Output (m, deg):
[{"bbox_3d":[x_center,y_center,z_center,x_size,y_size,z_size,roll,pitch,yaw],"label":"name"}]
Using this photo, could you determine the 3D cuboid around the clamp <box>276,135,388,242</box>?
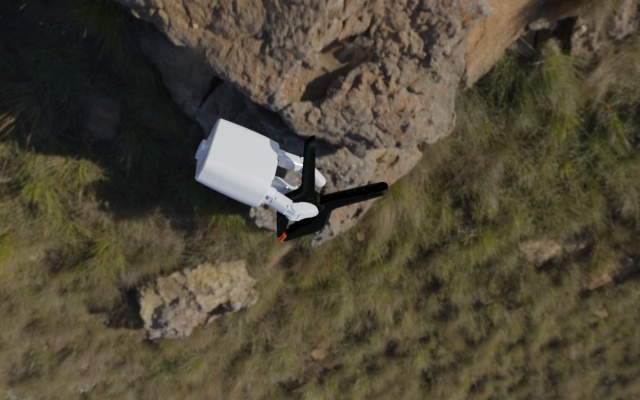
[{"bbox_3d":[0.000,0.003,0.806,0.164,0.210,0.036,25,34,-19],"label":"clamp"}]
